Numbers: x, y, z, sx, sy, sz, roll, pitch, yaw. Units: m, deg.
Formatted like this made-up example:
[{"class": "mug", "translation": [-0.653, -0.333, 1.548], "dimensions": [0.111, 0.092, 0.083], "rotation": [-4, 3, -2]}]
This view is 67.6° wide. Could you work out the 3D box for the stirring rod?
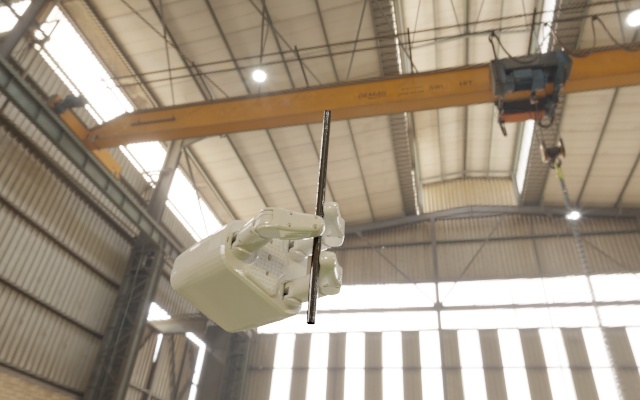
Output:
[{"class": "stirring rod", "translation": [0.000, 0.002, 0.456], "dimensions": [0.011, 0.239, 0.011], "rotation": [3, -35, 2]}]
